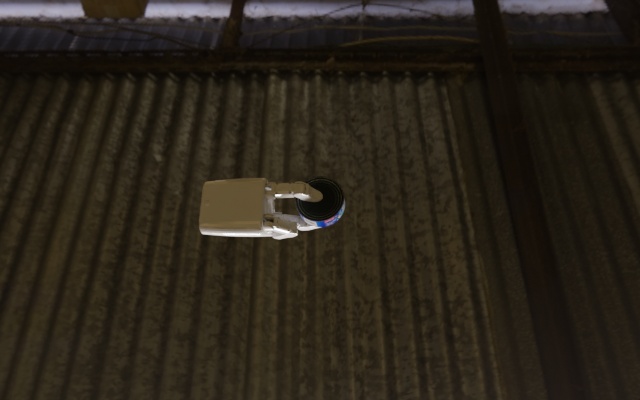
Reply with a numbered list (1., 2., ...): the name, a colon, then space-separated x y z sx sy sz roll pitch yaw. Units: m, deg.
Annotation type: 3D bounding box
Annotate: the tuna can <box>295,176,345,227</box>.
1. tuna can: 0.000 0.003 0.835 0.086 0.086 0.034 0 -24 8
